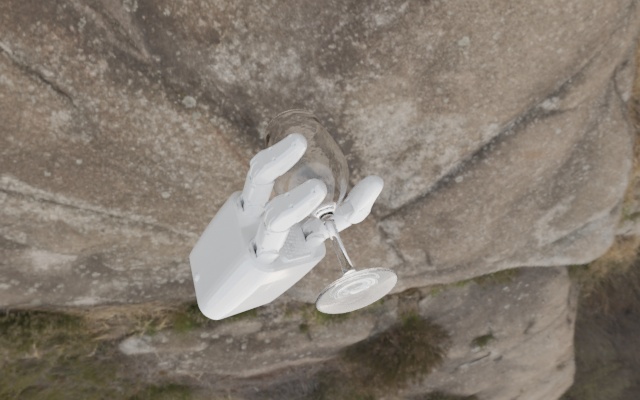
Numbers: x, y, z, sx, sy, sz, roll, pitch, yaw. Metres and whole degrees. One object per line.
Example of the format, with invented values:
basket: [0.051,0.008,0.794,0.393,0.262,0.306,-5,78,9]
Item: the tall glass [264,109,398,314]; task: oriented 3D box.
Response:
tall glass: [0.000,0.002,0.459,0.079,0.201,0.079,-15,-34,-10]
